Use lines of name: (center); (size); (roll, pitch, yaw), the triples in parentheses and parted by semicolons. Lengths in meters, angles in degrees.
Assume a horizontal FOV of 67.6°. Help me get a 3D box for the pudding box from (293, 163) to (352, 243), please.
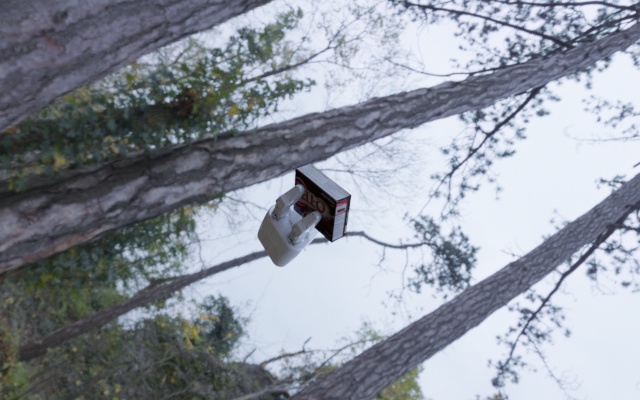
pudding box: (0.000, 0.003, 0.810); (0.039, 0.090, 0.113); (-26, 48, -33)
